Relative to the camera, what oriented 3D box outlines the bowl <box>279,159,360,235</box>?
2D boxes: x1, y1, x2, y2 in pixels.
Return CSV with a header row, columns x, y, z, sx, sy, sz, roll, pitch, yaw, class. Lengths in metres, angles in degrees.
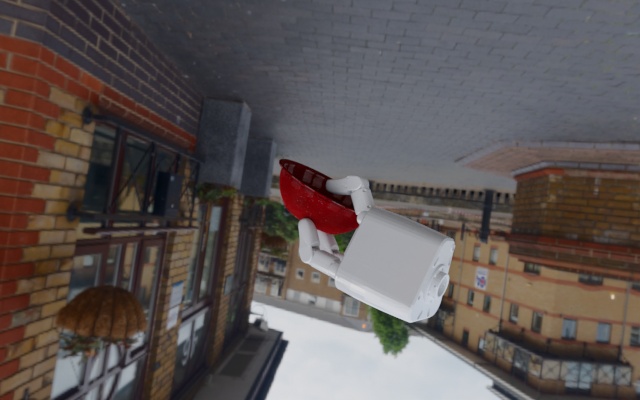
x,y,z,sx,sy,sz,roll,pitch,yaw,class
-0.001,0.002,0.691,0.162,0.055,0.162,28,12,-7,bowl
